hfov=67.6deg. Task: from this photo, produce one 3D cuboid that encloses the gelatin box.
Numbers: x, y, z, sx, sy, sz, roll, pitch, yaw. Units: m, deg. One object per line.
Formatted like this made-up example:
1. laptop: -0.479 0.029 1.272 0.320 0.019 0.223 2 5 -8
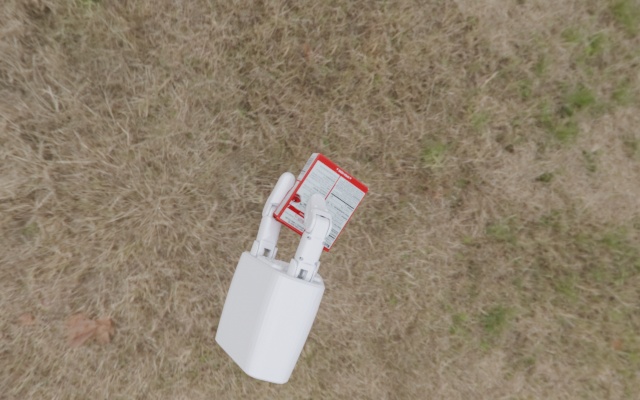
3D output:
1. gelatin box: 0.000 0.002 0.541 0.073 0.089 0.030 34 -2 -17
